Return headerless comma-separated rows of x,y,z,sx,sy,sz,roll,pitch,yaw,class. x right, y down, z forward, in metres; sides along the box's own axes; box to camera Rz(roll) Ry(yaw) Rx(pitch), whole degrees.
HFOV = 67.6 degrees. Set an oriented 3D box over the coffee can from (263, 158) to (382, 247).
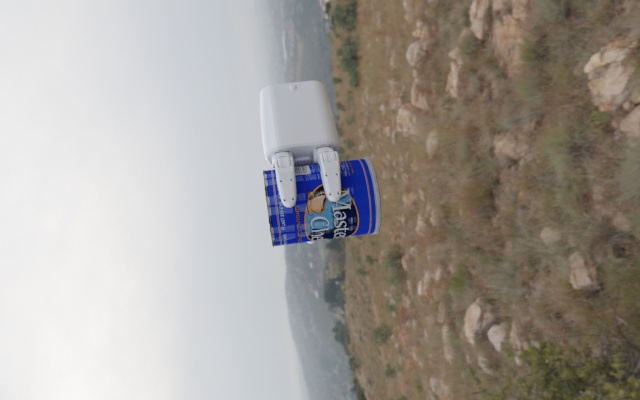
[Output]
0.000,0.002,0.632,0.140,0.103,0.103,-7,1,-5,coffee can
